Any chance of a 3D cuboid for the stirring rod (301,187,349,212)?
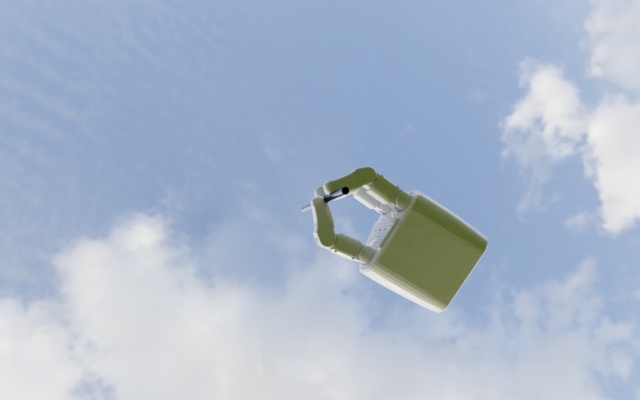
[{"bbox_3d":[0.000,0.002,0.582,0.011,0.011,0.239,0,-5,-12],"label":"stirring rod"}]
